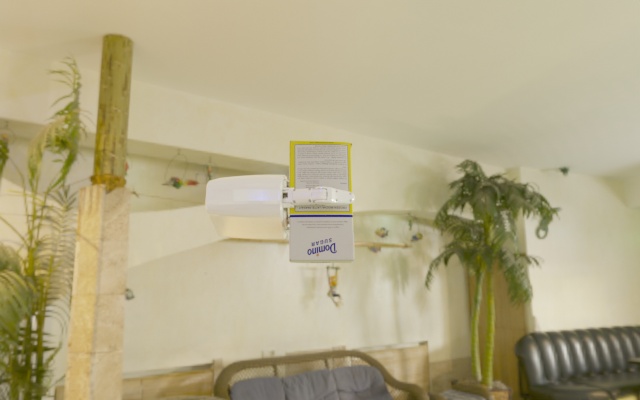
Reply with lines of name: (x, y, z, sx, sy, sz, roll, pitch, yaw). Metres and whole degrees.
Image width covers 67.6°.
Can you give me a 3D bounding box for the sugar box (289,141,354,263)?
sugar box: (0.000, 0.002, 0.697, 0.093, 0.176, 0.048, 1, -10, -3)
